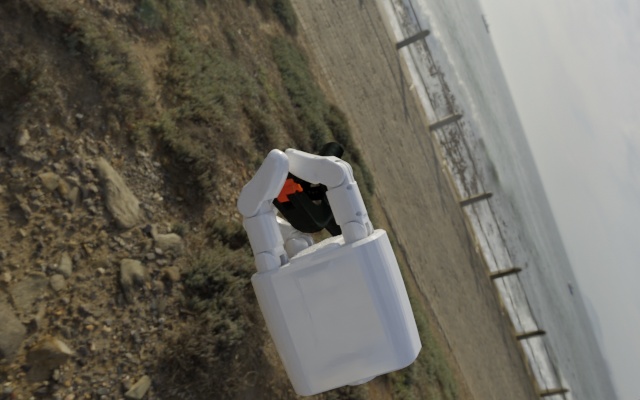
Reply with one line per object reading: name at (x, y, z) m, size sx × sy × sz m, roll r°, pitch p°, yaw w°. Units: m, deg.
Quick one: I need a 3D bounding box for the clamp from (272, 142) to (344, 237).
clamp at (0.001, 0.001, 0.477) m, size 0.039 × 0.120 × 0.171 m, roll -19°, pitch 0°, yaw 24°
